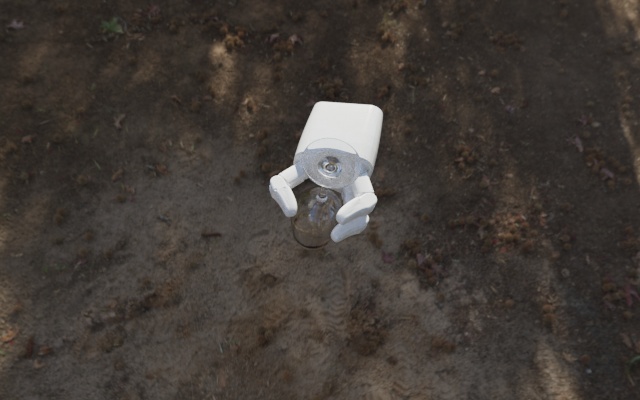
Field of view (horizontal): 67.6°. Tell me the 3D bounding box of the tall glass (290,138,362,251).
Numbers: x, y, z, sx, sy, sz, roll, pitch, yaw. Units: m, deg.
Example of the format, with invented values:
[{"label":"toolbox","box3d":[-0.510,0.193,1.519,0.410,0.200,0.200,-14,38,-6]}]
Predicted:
[{"label":"tall glass","box3d":[0.000,0.002,0.667,0.079,0.079,0.201,0,-30,-9]}]
